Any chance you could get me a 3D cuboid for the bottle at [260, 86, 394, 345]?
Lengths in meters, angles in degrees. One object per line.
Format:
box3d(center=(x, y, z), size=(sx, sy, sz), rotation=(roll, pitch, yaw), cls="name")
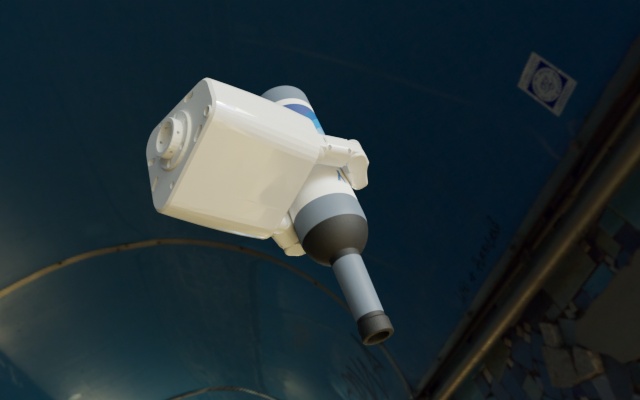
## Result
box3d(center=(0.000, 0.001, 0.471), size=(0.069, 0.295, 0.069), rotation=(-15, -37, -12), cls="bottle")
